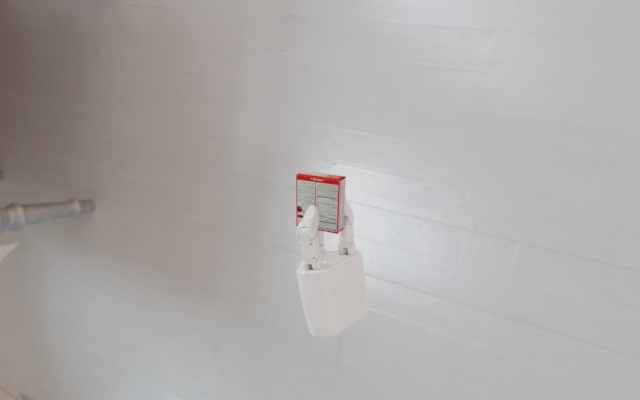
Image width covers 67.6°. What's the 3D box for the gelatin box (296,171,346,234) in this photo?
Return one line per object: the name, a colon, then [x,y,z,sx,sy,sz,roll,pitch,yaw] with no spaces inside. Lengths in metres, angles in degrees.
gelatin box: [0.000,0.002,0.743,0.073,0.089,0.030,9,20,23]
